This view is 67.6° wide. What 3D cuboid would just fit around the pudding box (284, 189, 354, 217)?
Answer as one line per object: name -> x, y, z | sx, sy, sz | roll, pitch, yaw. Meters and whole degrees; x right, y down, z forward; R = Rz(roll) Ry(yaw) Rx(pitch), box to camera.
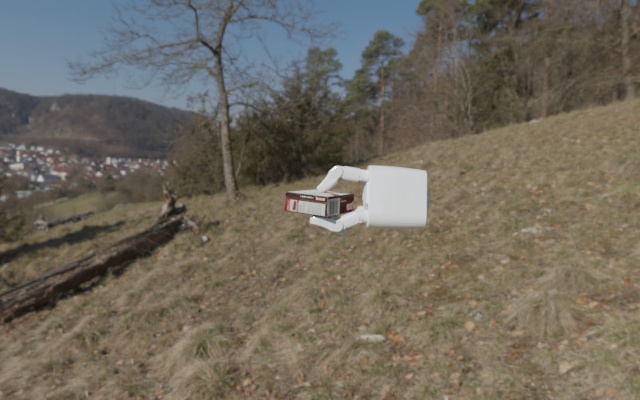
pudding box -> 0.000, 0.003, 0.885 | 0.090, 0.039, 0.113 | 7, 6, 28
